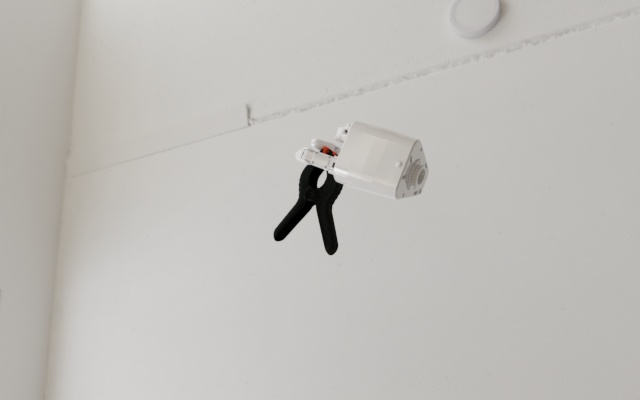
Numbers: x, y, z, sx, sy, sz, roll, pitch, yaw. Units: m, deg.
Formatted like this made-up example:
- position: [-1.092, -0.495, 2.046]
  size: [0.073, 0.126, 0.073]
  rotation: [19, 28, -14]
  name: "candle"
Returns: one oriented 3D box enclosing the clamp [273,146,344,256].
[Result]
- position: [0.000, 0.002, 0.751]
  size: [0.120, 0.171, 0.039]
  rotation: [21, -1, 30]
  name: "clamp"
